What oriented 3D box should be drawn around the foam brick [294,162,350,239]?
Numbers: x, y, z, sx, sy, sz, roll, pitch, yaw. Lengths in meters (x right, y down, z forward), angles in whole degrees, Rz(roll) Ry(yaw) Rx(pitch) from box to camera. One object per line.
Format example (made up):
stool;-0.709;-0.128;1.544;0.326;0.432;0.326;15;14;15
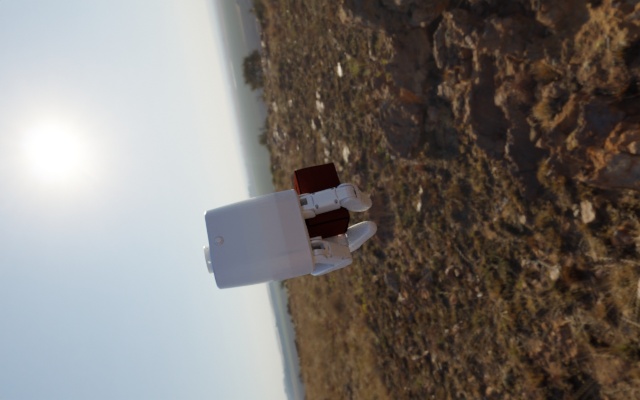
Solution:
foam brick;0.000;0.002;0.584;0.051;0.078;0.053;-12;-25;-7
